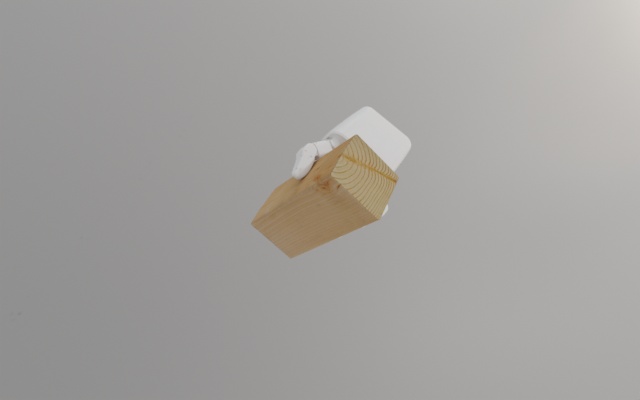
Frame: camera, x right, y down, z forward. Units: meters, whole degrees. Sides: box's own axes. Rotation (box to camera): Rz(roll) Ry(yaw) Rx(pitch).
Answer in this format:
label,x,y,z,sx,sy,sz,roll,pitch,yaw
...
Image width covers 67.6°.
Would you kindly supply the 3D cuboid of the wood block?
label,x,y,z,sx,sy,sz,roll,pitch,yaw
wood block,0.000,0.002,0.696,0.091,0.090,0.206,43,-40,-15
